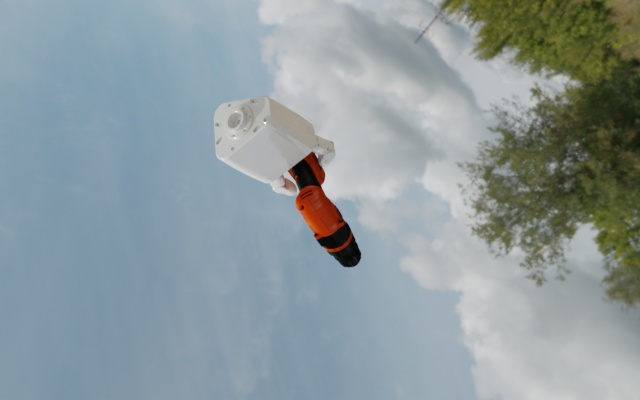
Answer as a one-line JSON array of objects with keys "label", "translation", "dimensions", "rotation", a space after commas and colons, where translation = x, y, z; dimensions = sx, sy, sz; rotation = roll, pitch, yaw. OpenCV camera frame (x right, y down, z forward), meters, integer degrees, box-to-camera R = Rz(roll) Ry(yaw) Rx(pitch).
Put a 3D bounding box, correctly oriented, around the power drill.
[{"label": "power drill", "translation": [0.000, 0.002, 0.771], "dimensions": [0.057, 0.187, 0.185], "rotation": [-28, -46, 3]}]
